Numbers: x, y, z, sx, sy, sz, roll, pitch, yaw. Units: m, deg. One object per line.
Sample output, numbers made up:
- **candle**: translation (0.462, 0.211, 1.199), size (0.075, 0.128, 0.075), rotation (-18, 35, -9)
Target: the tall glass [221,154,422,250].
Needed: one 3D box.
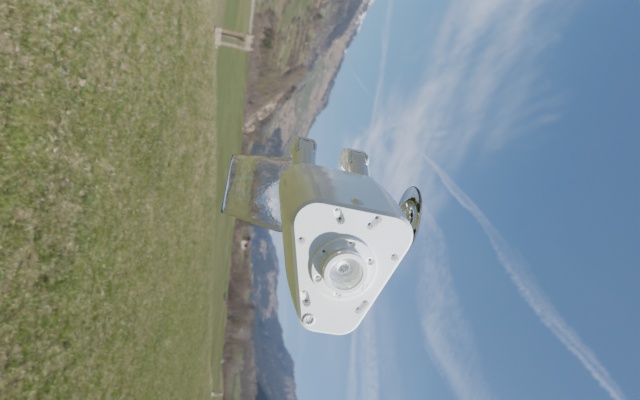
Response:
- **tall glass**: translation (0.001, 0.002, 0.507), size (0.201, 0.079, 0.079), rotation (11, -2, -10)
